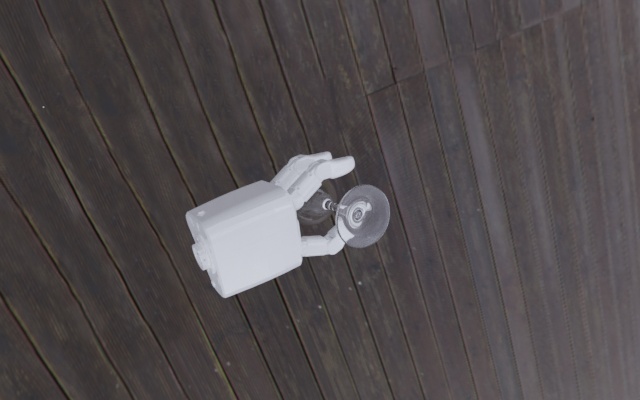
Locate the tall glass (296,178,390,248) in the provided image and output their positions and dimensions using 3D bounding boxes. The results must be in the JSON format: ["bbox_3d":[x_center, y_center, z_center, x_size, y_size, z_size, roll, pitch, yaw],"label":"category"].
[{"bbox_3d":[0.001,0.002,0.628,0.079,0.079,0.201,0,10,-30],"label":"tall glass"}]
